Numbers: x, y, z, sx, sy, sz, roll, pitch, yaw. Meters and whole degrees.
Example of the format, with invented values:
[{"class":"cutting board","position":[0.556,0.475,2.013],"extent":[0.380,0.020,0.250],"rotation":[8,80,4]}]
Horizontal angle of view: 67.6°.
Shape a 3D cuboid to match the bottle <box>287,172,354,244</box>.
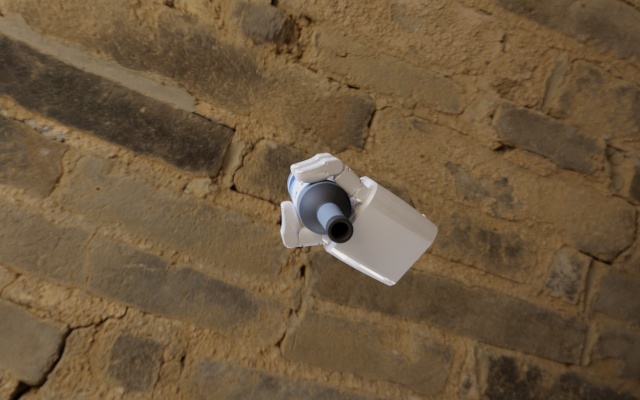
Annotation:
[{"class":"bottle","position":[0.000,0.002,0.625],"extent":[0.069,0.069,0.295],"rotation":[0,11,-8]}]
